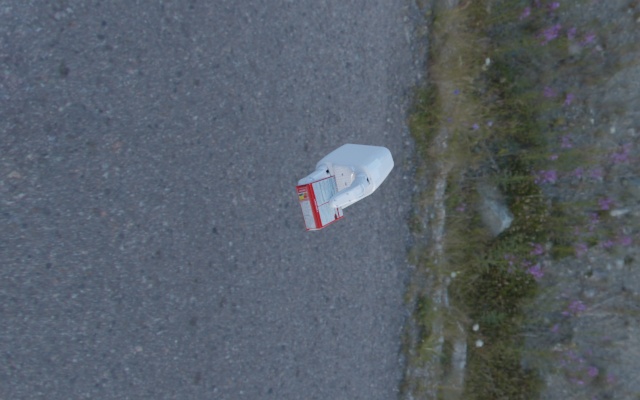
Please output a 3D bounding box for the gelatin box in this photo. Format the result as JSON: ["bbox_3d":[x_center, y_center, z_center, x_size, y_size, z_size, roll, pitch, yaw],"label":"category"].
[{"bbox_3d":[0.000,0.003,0.775,0.030,0.073,0.089,-10,7,30],"label":"gelatin box"}]
